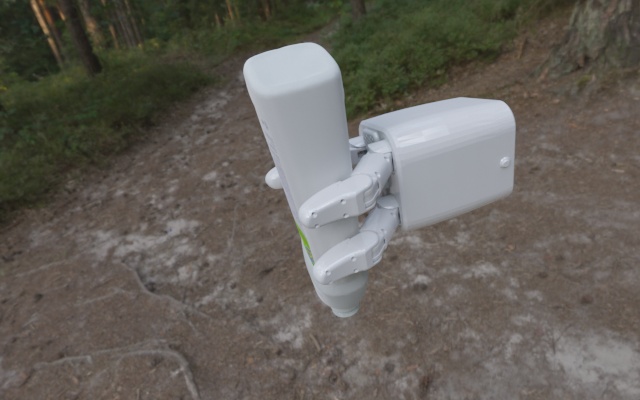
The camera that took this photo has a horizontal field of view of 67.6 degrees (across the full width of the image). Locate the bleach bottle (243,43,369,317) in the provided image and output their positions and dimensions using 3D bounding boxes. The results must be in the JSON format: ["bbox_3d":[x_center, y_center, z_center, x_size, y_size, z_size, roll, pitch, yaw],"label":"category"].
[{"bbox_3d":[0.000,0.001,0.420,0.068,0.251,0.102,-16,34,-5],"label":"bleach bottle"}]
